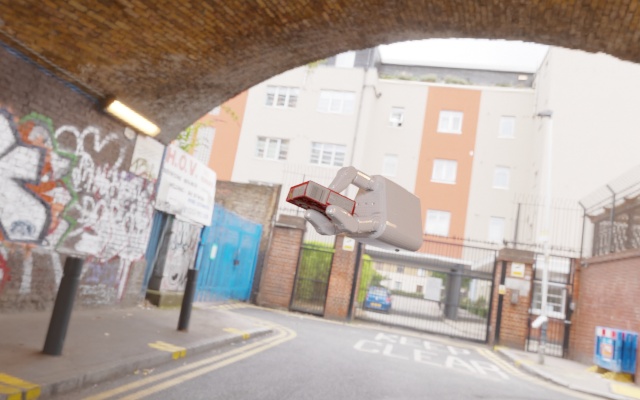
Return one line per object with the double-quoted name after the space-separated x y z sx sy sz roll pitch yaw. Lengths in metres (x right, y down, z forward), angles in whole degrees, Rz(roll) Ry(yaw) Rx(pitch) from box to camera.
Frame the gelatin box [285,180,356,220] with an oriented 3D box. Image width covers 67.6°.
0.000 0.002 0.752 0.089 0.030 0.073 25 -17 -23 "gelatin box"
